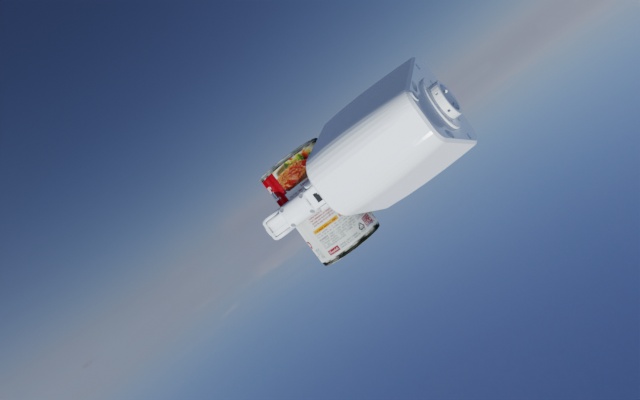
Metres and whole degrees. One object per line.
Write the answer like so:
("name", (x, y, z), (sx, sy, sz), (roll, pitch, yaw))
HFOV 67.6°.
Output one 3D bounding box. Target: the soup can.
("soup can", (0.000, 0.002, 0.451), (0.068, 0.102, 0.068), (-37, 1, 1))
